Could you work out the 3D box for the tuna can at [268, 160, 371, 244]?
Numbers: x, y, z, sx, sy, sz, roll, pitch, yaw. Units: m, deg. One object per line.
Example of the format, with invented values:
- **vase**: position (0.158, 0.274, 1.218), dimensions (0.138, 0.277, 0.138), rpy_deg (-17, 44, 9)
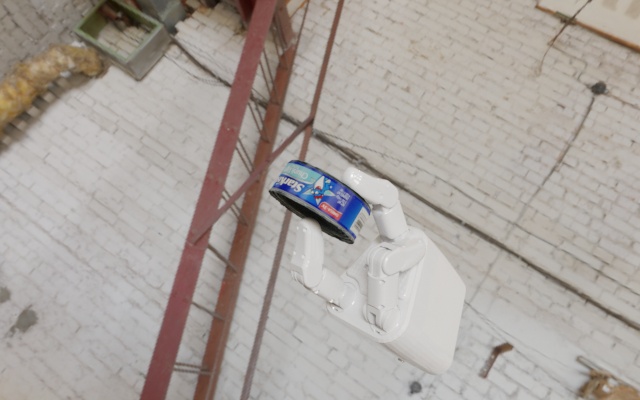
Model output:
- **tuna can**: position (0.000, 0.001, 0.412), dimensions (0.086, 0.033, 0.086), rpy_deg (31, -10, 6)
